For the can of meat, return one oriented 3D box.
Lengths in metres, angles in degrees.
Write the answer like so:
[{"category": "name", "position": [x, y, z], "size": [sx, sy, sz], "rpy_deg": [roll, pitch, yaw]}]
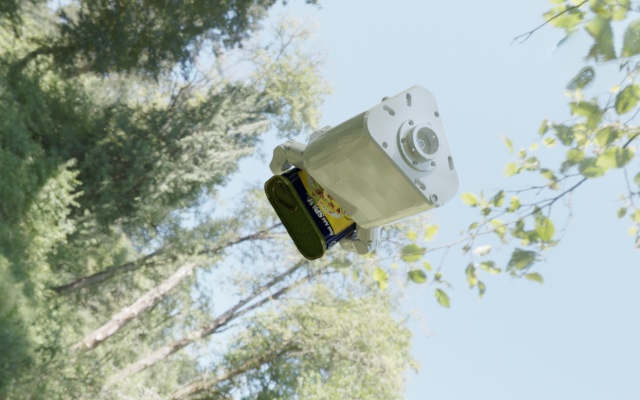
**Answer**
[{"category": "can of meat", "position": [0.000, 0.002, 0.538], "size": [0.084, 0.102, 0.057], "rpy_deg": [-32, 1, -31]}]
